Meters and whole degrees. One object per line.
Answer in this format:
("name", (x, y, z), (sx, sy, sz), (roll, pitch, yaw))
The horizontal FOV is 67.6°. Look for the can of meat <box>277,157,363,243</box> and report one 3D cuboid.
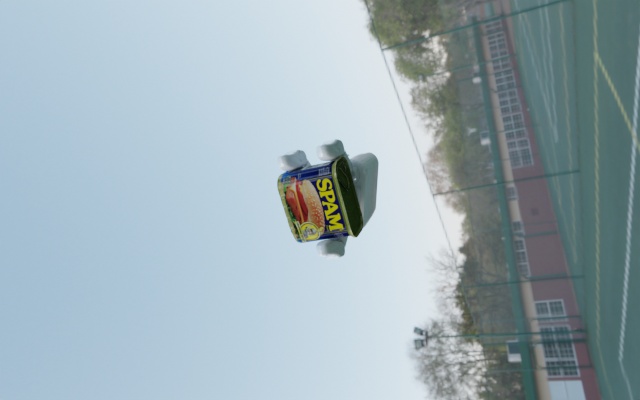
("can of meat", (0.000, 0.002, 0.621), (0.084, 0.102, 0.057), (-10, 15, 22))
